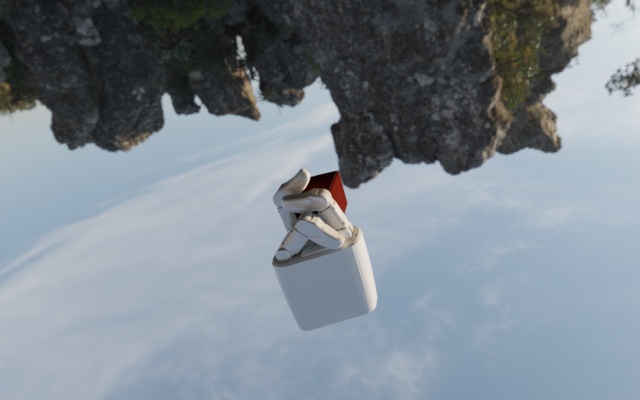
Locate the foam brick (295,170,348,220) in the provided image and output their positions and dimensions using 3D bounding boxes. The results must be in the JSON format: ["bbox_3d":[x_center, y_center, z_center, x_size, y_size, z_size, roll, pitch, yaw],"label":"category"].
[{"bbox_3d":[0.000,0.002,0.632,0.053,0.051,0.078,-12,22,18],"label":"foam brick"}]
